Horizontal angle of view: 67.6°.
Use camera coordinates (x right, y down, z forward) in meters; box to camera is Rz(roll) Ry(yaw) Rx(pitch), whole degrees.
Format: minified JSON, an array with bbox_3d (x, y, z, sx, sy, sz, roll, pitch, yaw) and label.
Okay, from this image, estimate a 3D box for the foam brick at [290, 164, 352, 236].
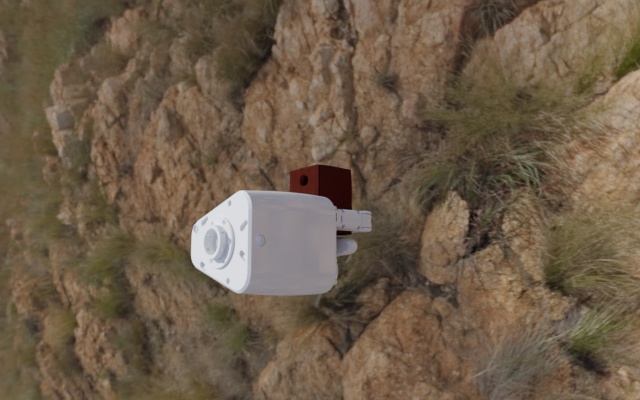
[{"bbox_3d":[0.000,0.002,0.544,0.051,0.078,0.053,7,-10,-40],"label":"foam brick"}]
